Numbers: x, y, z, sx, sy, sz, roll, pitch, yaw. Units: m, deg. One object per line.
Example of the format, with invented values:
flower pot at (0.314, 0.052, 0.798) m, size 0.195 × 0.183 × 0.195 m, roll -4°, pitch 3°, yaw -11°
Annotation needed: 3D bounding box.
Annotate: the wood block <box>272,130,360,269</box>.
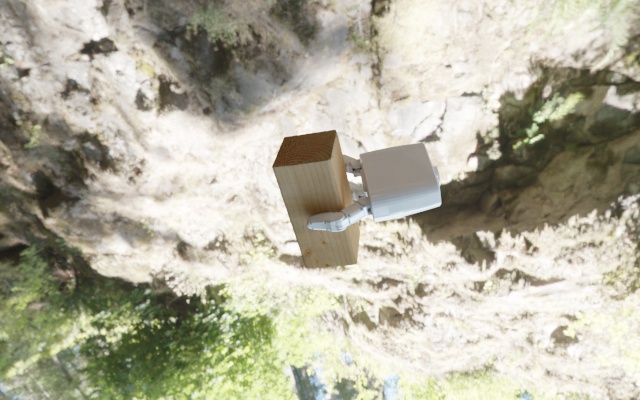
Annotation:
wood block at (0.000, 0.003, 0.767) m, size 0.090 × 0.206 × 0.090 m, roll -6°, pitch 35°, yaw 14°
